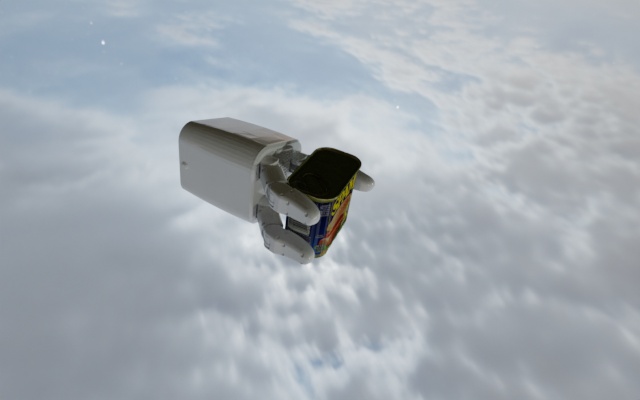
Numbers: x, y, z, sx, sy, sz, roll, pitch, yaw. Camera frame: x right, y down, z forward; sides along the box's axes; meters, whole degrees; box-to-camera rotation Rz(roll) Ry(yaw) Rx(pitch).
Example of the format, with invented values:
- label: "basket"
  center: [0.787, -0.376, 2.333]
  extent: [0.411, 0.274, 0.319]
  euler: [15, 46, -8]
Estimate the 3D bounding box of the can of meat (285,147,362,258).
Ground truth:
- label: "can of meat"
  center: [0.000, 0.002, 0.532]
  extent: [0.057, 0.084, 0.102]
  euler: [20, 37, 14]
